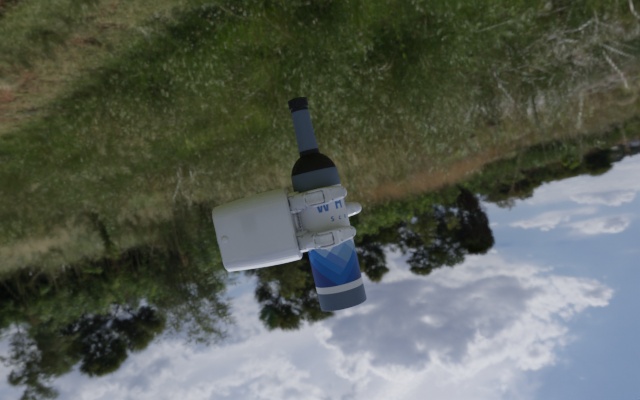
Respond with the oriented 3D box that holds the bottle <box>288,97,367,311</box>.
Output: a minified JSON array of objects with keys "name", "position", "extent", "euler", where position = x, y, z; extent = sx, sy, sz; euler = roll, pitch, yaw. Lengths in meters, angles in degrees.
[{"name":"bottle","position":[0.000,0.002,0.670],"extent":[0.069,0.295,0.069],"euler":[-13,1,0]}]
